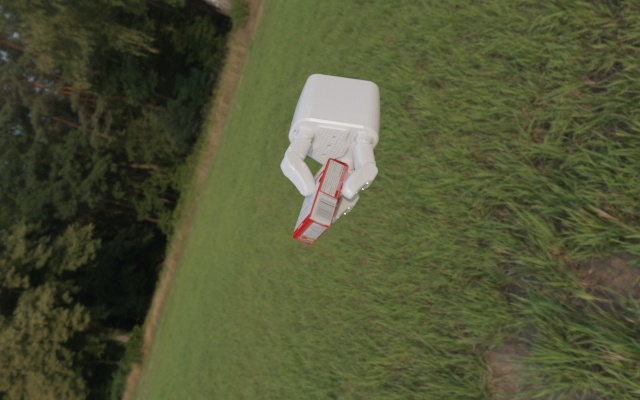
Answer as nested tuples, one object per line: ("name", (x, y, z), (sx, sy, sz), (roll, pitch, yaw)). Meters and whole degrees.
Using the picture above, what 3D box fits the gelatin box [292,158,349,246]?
("gelatin box", (0.000, 0.002, 0.584), (0.030, 0.089, 0.073), (23, -28, -10))
